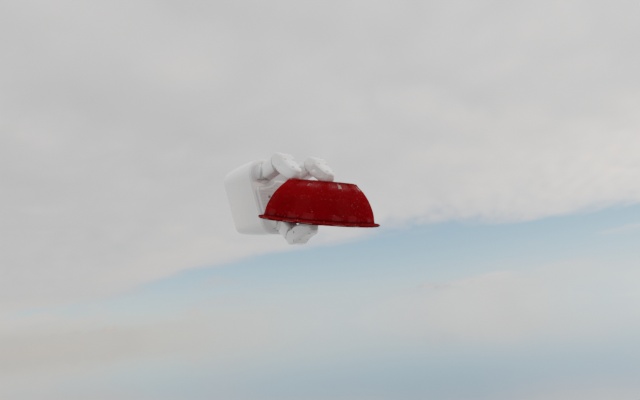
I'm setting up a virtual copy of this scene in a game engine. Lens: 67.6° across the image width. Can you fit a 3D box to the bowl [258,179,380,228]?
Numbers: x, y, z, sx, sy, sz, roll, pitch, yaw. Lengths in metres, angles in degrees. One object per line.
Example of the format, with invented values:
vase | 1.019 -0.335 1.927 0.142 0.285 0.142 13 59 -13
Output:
bowl | 0.001 0.002 0.634 0.162 0.055 0.162 5 1 0
